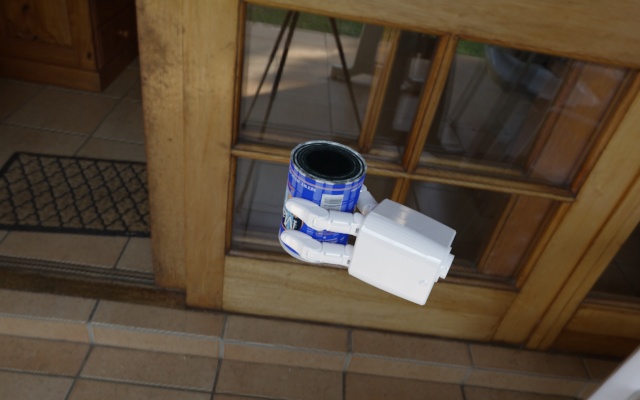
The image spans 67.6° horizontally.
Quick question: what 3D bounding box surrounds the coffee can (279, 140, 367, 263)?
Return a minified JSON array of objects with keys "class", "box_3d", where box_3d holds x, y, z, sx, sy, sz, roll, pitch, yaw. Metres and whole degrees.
[{"class":"coffee can","box_3d":[0.000,0.002,0.669,0.103,0.140,0.102,7,36,-6]}]
